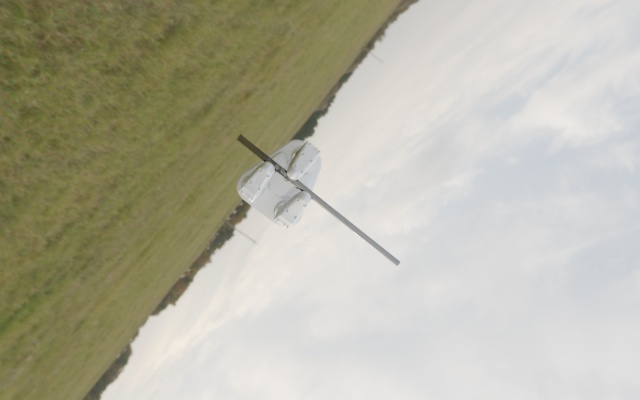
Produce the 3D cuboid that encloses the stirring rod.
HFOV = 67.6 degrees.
[{"bbox_3d":[0.000,0.002,0.559,0.239,0.011,0.011,39,-6,-7],"label":"stirring rod"}]
